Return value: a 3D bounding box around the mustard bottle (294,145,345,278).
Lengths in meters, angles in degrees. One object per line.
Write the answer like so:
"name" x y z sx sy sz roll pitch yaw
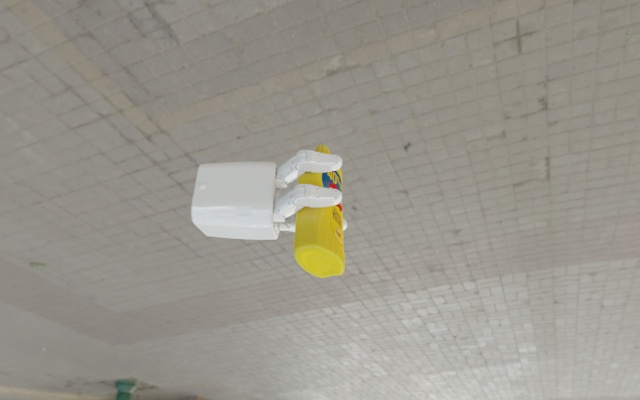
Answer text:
"mustard bottle" 0.000 0.002 0.661 0.058 0.191 0.096 -13 -36 20
